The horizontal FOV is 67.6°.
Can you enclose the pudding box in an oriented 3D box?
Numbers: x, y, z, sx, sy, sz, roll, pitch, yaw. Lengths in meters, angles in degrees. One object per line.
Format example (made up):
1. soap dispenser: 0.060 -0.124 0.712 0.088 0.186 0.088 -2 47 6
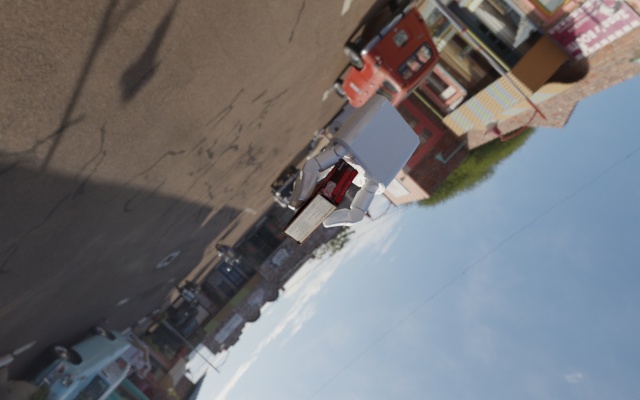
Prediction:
1. pudding box: 0.000 0.002 0.697 0.113 0.039 0.090 -50 3 44
